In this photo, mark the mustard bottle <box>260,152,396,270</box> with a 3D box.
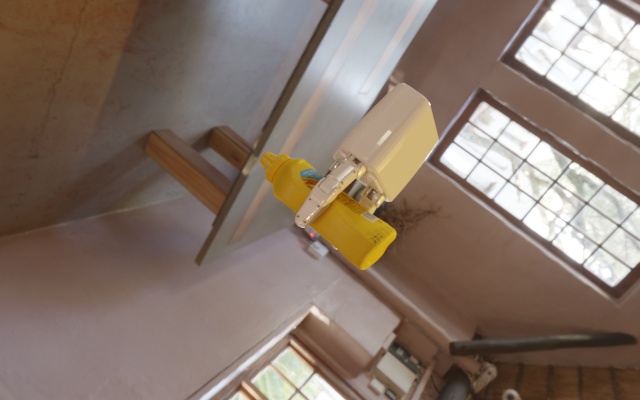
[{"bbox_3d":[0.000,0.002,0.586,0.191,0.058,0.096,39,19,14],"label":"mustard bottle"}]
